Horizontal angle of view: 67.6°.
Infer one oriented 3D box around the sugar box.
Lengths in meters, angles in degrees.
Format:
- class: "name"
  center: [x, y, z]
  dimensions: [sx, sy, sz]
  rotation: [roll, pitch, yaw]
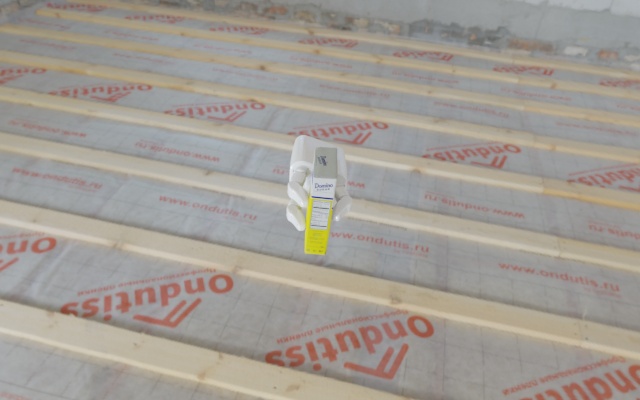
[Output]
- class: "sugar box"
  center: [0.000, 0.003, 0.845]
  dimensions: [0.048, 0.176, 0.093]
  rotation: [3, 38, -1]
